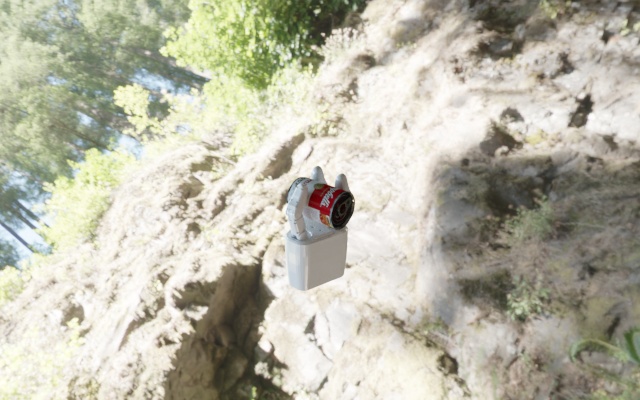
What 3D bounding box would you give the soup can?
[{"bbox_3d":[0.000,0.002,0.832,0.102,0.068,0.068,21,12,35],"label":"soup can"}]
